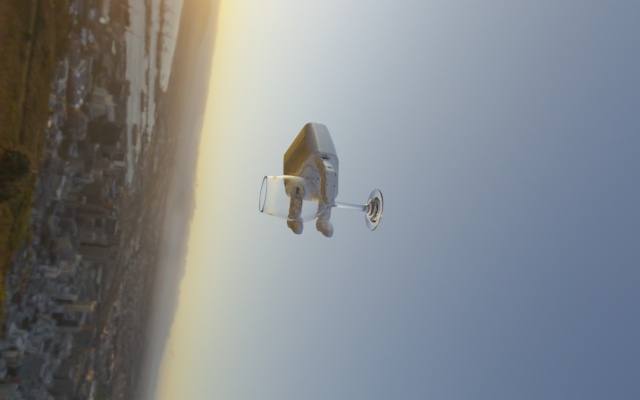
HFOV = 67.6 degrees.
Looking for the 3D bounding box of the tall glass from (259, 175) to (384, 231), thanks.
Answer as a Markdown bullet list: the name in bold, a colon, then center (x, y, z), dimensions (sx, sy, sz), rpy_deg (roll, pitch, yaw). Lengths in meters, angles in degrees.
- **tall glass**: center (0.001, 0.003, 0.811), dimensions (0.201, 0.079, 0.079), rpy_deg (8, -2, -16)
